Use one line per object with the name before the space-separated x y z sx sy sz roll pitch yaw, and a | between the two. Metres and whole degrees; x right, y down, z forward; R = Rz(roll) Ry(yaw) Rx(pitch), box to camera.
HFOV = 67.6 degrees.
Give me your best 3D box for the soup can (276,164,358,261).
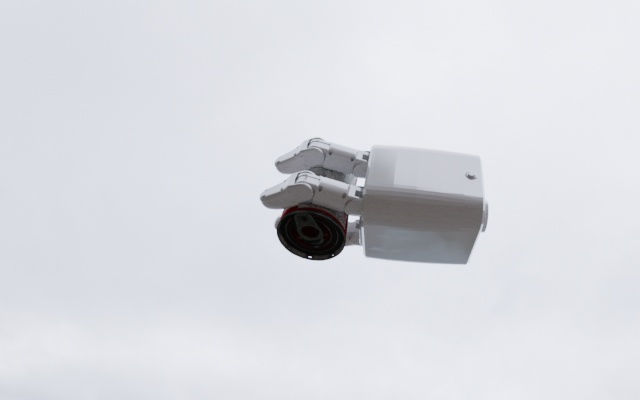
soup can | 0.000 0.001 0.493 0.068 0.069 0.102 0 42 15
